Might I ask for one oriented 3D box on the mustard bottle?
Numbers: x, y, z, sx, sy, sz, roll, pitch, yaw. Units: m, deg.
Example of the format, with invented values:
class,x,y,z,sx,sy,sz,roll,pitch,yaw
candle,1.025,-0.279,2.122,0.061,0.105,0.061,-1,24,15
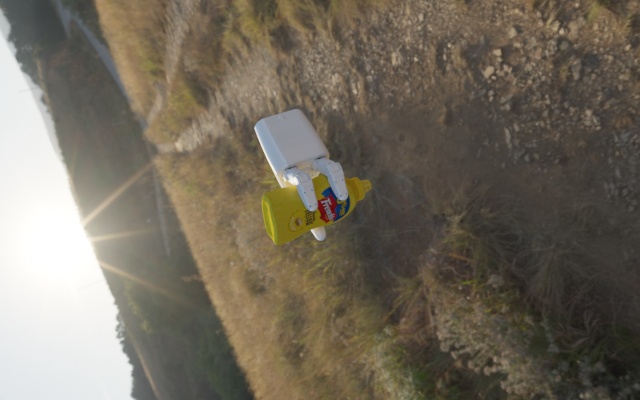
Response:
class,x,y,z,sx,sy,sz,roll,pitch,yaw
mustard bottle,0.000,0.003,0.802,0.191,0.096,0.058,-20,41,-20
